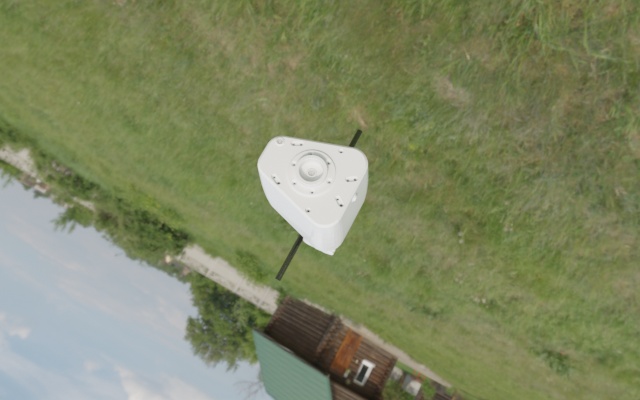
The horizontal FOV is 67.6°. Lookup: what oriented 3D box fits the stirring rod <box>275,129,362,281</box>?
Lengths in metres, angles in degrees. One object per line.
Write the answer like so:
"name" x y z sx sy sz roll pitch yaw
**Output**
"stirring rod" 0.000 0.002 0.657 0.011 0.239 0.011 27 -14 7
